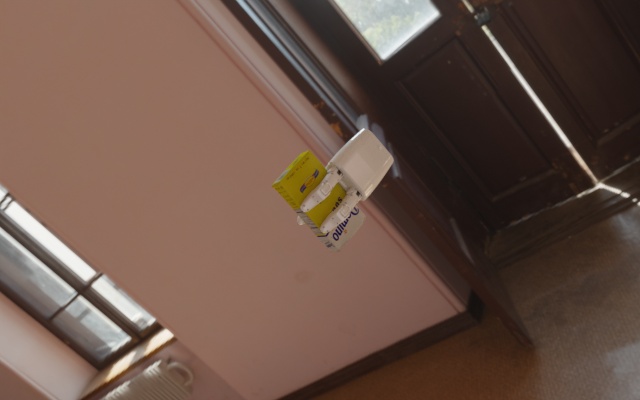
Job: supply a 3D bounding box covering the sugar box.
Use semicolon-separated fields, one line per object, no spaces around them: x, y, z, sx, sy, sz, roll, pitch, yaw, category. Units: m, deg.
0.000;0.003;0.895;0.093;0.176;0.048;-49;16;-24;sugar box
